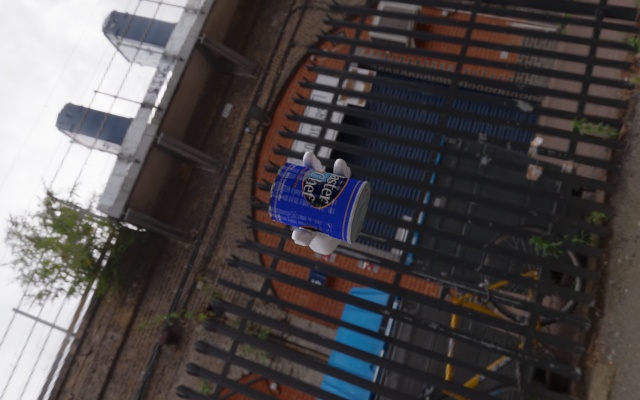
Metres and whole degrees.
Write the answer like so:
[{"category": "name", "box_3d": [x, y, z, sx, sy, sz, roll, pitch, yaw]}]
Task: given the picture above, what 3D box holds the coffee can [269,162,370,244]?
[{"category": "coffee can", "box_3d": [0.000, 0.003, 0.783, 0.140, 0.103, 0.103, 15, 4, 14]}]
